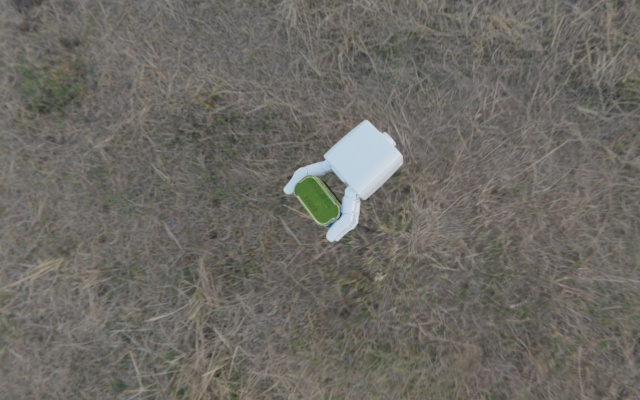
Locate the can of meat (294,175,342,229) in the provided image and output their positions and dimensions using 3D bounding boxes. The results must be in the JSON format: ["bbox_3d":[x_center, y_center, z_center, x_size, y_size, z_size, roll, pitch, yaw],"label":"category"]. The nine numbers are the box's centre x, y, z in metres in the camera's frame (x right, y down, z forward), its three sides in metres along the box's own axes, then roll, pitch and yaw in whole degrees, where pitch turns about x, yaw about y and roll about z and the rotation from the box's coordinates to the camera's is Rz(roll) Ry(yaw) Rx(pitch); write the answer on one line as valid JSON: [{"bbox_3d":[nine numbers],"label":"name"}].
[{"bbox_3d":[0.000,0.003,0.890,0.057,0.102,0.084,-39,-10,5],"label":"can of meat"}]
